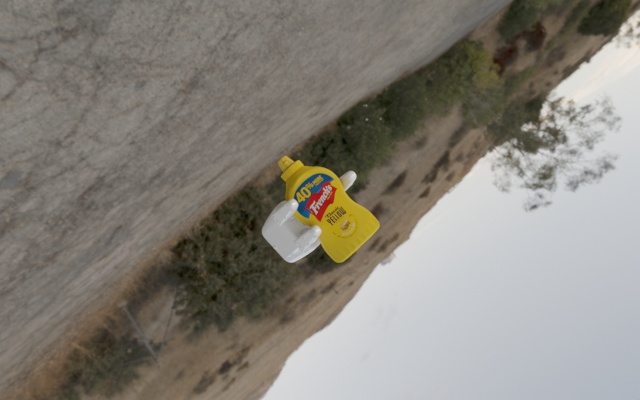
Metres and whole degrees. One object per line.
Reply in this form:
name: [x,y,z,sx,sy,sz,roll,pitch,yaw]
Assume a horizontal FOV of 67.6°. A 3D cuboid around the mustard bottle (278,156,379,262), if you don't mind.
mustard bottle: [0.000,0.003,0.782,0.096,0.191,0.058,-42,-2,-8]
